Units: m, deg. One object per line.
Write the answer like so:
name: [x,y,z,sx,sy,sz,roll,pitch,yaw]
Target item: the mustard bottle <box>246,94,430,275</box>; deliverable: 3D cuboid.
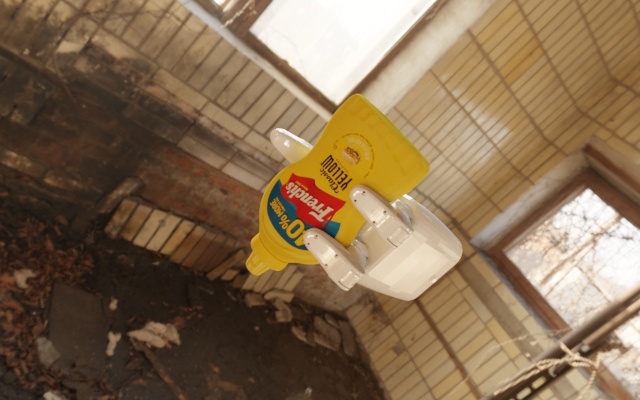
mustard bottle: [0.000,0.001,0.441,0.192,0.096,0.058,-45,-20,14]
